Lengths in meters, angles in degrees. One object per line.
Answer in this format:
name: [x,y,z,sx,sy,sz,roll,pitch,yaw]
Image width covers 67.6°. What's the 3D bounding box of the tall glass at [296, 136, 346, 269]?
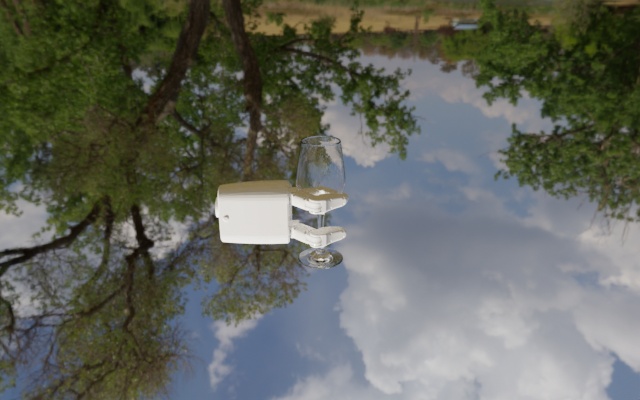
tall glass: [0.000,0.003,0.755,0.079,0.201,0.079,0,21,0]
